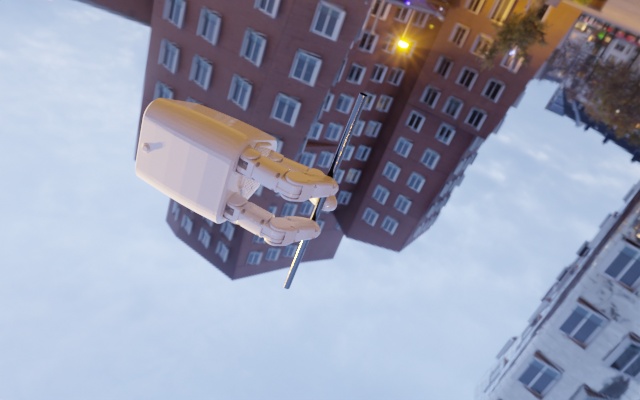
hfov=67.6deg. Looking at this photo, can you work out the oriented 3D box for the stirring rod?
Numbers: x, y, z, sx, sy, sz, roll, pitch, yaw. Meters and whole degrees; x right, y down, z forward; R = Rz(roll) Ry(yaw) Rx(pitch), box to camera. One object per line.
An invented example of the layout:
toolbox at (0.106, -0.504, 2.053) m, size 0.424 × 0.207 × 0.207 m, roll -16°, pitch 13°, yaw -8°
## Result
stirring rod at (0.000, 0.001, 0.491) m, size 0.011 × 0.240 × 0.011 m, roll 16°, pitch 29°, yaw -10°
